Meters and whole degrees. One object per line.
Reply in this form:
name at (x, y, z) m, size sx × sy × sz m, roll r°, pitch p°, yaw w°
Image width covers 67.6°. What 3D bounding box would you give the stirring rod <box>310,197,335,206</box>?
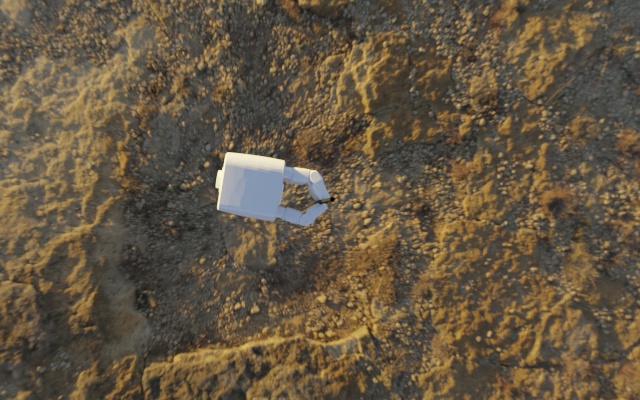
stirring rod at (0.000, 0.003, 0.884) m, size 0.011 × 0.011 × 0.239 m, roll 0°, pitch -2°, yaw -9°
